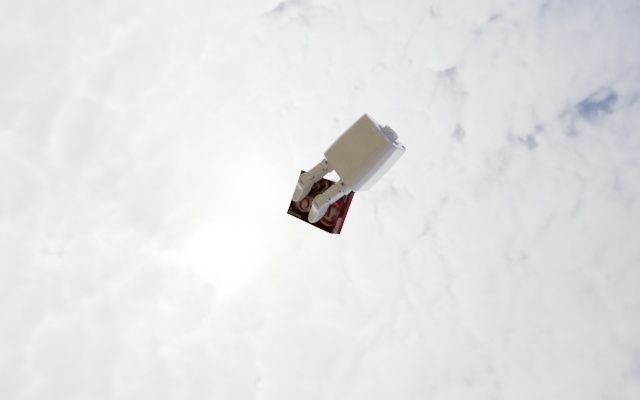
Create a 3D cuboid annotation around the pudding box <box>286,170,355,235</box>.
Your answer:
[{"bbox_3d":[0.000,0.003,0.884,0.113,0.090,0.039,23,5,35],"label":"pudding box"}]
